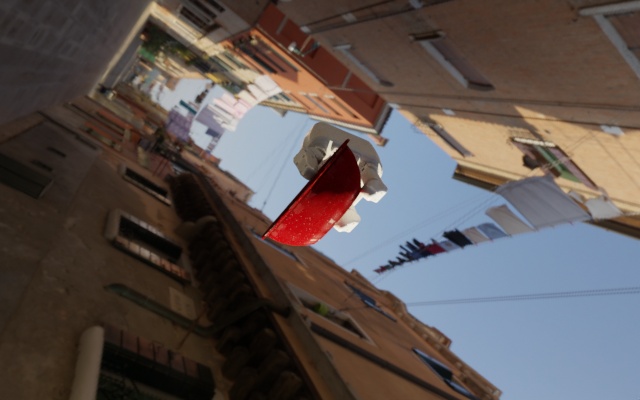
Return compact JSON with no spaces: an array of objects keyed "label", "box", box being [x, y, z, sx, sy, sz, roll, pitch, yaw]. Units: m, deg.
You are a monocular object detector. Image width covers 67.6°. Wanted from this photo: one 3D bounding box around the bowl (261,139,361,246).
[{"label":"bowl","box":[0.000,0.003,0.584,0.055,0.162,0.162,41,-3,-3]}]
